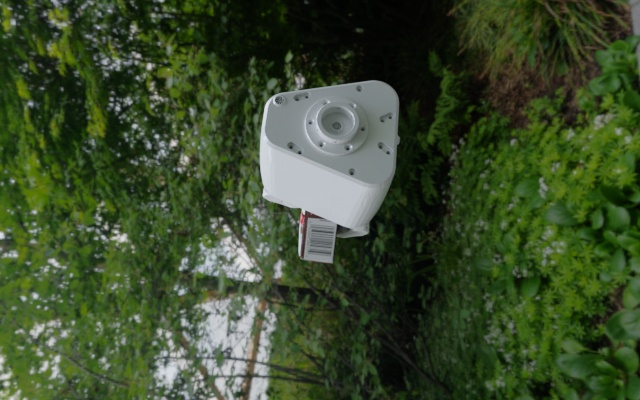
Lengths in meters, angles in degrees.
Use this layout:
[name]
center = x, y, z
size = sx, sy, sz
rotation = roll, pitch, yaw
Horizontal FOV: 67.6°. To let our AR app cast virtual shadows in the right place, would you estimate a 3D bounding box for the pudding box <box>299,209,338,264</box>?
[pudding box]
center = 0.000, 0.002, 0.523
size = 0.039, 0.113, 0.090
rotation = 8, 10, -4
